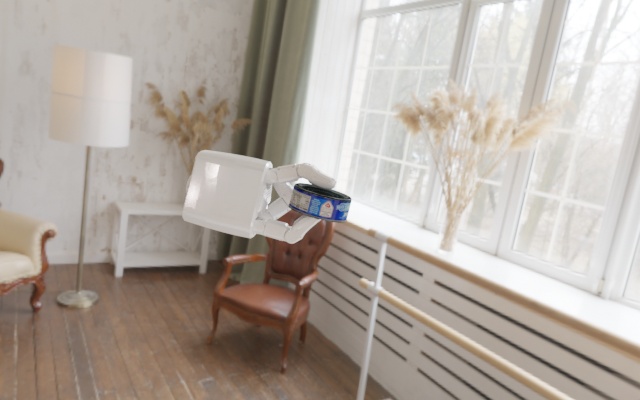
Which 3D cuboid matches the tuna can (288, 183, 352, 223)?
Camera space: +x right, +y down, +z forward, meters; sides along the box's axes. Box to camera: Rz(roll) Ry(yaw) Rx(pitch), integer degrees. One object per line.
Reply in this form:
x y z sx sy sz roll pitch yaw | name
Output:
0.000 0.002 0.674 0.086 0.034 0.086 14 9 -2 | tuna can
